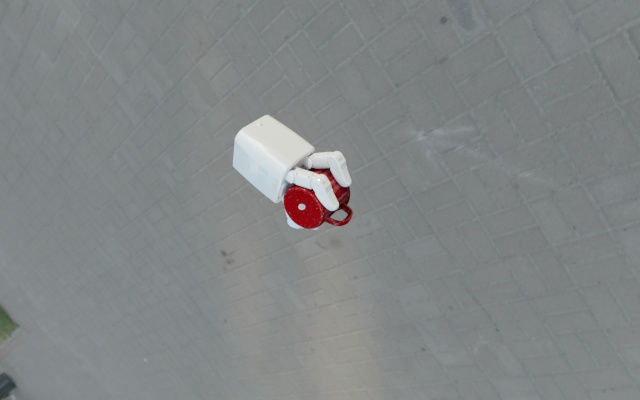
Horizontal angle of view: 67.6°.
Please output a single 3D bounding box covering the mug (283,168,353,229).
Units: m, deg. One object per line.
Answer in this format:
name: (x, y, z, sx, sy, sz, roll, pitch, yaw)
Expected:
mug: (0.001, 0.004, 0.804, 0.117, 0.093, 0.081, 38, 43, 10)
